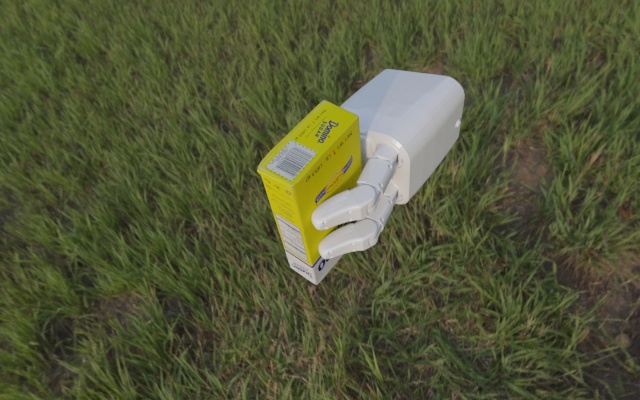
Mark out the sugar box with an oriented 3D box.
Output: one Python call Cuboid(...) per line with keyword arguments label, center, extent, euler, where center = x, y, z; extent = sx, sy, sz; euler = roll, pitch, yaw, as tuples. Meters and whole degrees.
Cuboid(label="sugar box", center=(0.001, 0.002, 0.461), extent=(0.048, 0.093, 0.176), euler=(29, -26, 28))
